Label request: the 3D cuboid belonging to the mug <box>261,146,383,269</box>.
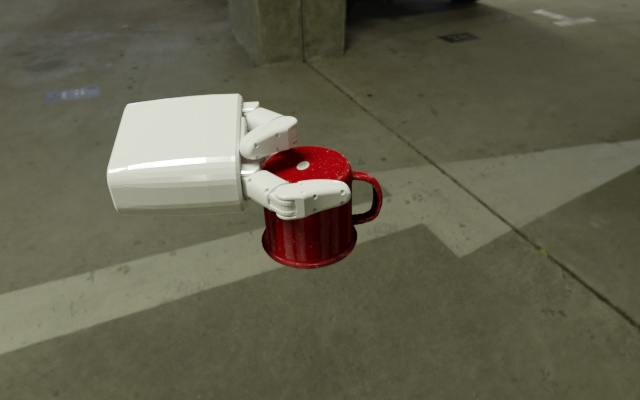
[{"bbox_3d":[0.002,0.001,0.443,0.117,0.082,0.093,-4,34,-3],"label":"mug"}]
